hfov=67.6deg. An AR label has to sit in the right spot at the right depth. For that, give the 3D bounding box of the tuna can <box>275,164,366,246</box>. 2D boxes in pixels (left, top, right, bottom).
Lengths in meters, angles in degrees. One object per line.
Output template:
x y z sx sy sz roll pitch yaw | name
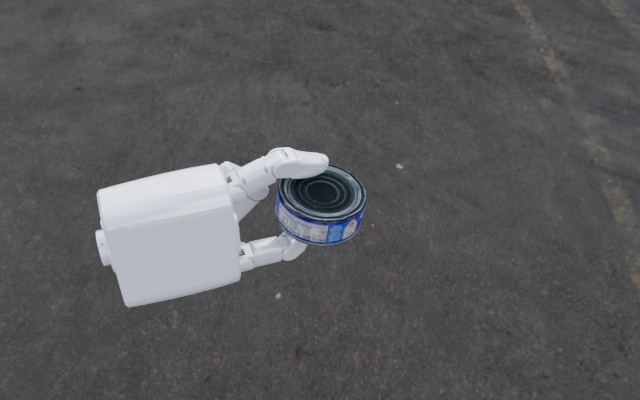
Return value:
0.000 0.001 0.458 0.086 0.034 0.086 6 42 -5 | tuna can
